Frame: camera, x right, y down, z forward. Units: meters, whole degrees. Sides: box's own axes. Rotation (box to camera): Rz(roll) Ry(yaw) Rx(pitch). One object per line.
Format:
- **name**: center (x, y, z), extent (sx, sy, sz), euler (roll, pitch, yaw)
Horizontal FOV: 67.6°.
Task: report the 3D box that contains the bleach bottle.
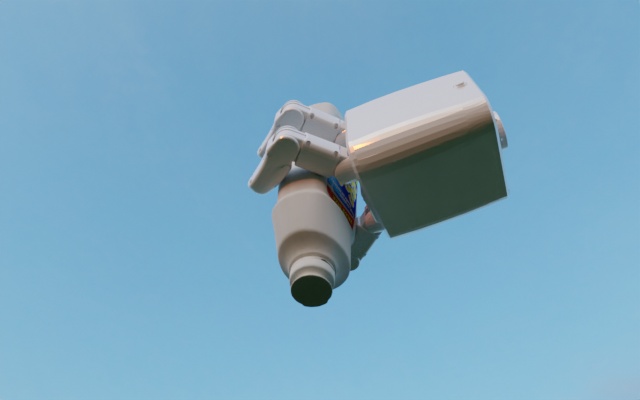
- **bleach bottle**: center (0.000, 0.001, 0.424), extent (0.068, 0.103, 0.250), euler (-18, 29, 12)
